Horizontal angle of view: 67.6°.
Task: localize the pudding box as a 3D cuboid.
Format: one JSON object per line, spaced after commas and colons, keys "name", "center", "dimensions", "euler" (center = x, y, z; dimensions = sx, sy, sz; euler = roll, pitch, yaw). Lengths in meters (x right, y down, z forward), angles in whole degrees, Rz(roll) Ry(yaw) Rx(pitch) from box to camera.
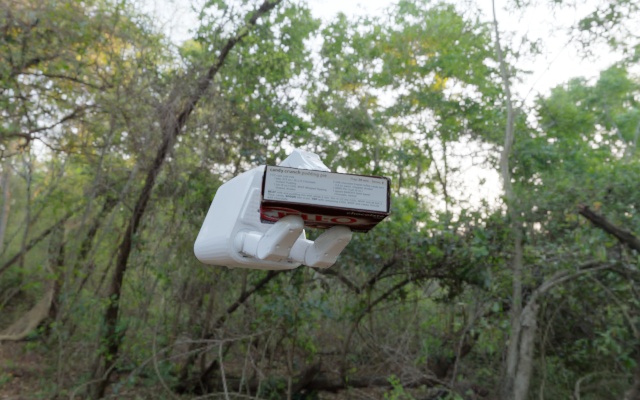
{"name": "pudding box", "center": [0.000, 0.001, 0.444], "dimensions": [0.113, 0.039, 0.090], "euler": [4, -14, -7]}
